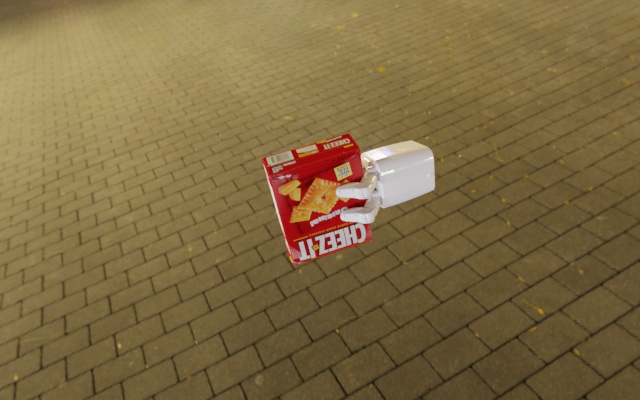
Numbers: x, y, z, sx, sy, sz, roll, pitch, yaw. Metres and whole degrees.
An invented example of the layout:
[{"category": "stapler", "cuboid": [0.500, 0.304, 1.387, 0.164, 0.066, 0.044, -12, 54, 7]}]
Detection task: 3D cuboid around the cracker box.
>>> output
[{"category": "cracker box", "cuboid": [0.000, 0.003, 0.873, 0.164, 0.214, 0.072, -17, 36, -7]}]
